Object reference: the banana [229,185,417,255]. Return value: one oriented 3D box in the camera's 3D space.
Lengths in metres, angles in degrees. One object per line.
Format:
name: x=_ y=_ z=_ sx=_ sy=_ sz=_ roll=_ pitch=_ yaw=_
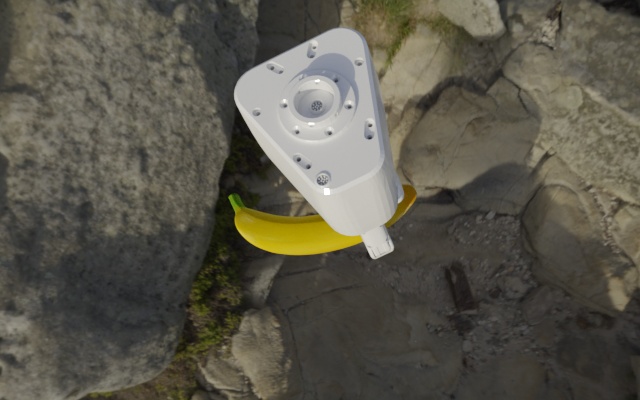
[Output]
banana: x=-0.004 y=0.020 z=0.474 sx=0.198 sy=0.069 sz=0.037 roll=-2 pitch=-16 yaw=11
